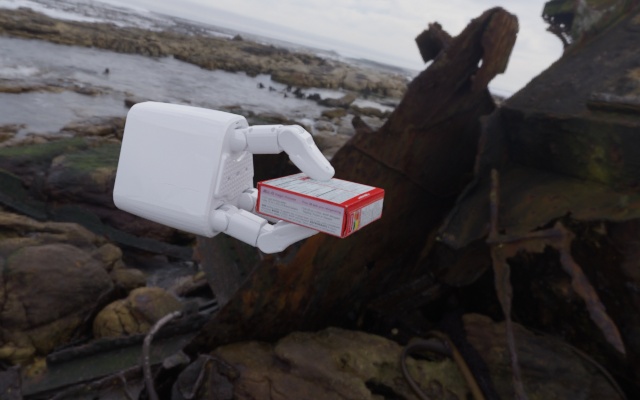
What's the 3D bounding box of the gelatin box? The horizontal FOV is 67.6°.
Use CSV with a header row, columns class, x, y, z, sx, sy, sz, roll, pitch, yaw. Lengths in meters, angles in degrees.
class,x,y,z,sx,sy,sz,roll,pitch,yaw
gelatin box,0.000,0.001,0.414,0.089,0.030,0.073,14,18,28
